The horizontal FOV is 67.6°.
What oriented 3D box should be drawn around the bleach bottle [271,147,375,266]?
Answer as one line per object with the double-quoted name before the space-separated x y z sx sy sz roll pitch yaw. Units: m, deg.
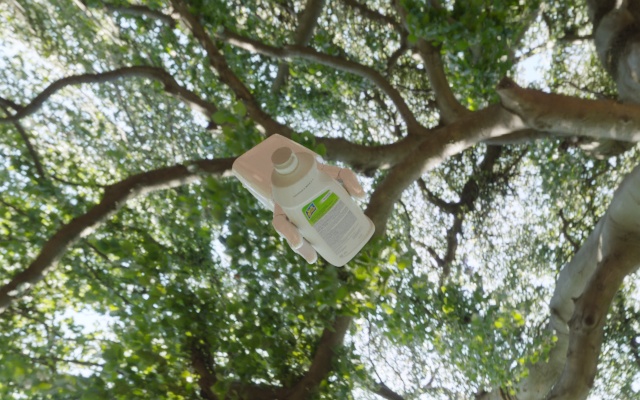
"bleach bottle" 0.000 0.002 0.693 0.068 0.102 0.251 34 -13 36
